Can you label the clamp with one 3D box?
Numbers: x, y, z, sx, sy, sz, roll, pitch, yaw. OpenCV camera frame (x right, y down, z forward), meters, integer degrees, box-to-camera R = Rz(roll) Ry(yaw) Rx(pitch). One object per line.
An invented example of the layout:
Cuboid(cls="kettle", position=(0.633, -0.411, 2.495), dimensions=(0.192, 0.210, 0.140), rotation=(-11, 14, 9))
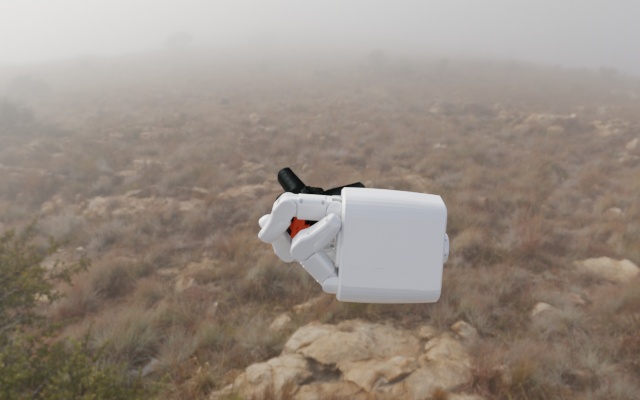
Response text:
Cuboid(cls="clamp", position=(0.000, 0.001, 0.582), dimensions=(0.120, 0.039, 0.171), rotation=(3, 24, 0))
